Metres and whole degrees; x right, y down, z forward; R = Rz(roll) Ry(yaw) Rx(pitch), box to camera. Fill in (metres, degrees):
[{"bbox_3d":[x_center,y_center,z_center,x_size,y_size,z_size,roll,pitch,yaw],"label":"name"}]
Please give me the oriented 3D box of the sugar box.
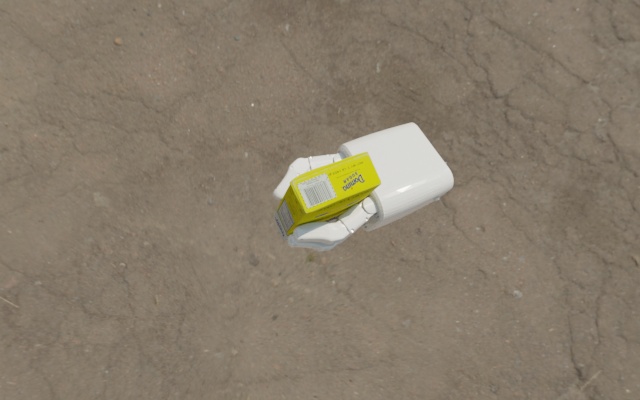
[{"bbox_3d":[0.000,0.002,0.576,0.093,0.048,0.176,-21,-11,-15],"label":"sugar box"}]
